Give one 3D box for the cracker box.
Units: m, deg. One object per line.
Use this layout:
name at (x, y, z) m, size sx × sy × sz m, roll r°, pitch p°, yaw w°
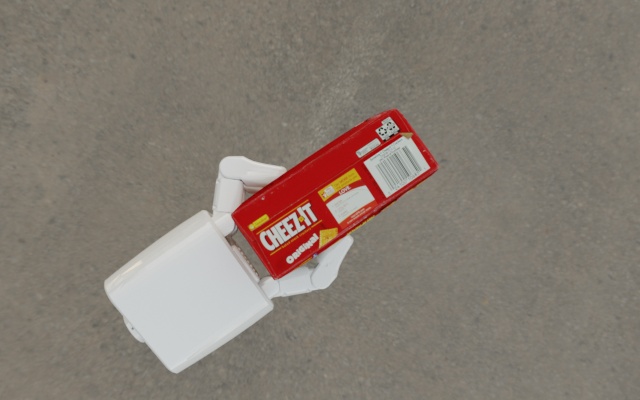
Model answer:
cracker box at (0.000, 0.002, 0.477) m, size 0.164 × 0.072 × 0.214 m, roll -34°, pitch 0°, yaw -9°
